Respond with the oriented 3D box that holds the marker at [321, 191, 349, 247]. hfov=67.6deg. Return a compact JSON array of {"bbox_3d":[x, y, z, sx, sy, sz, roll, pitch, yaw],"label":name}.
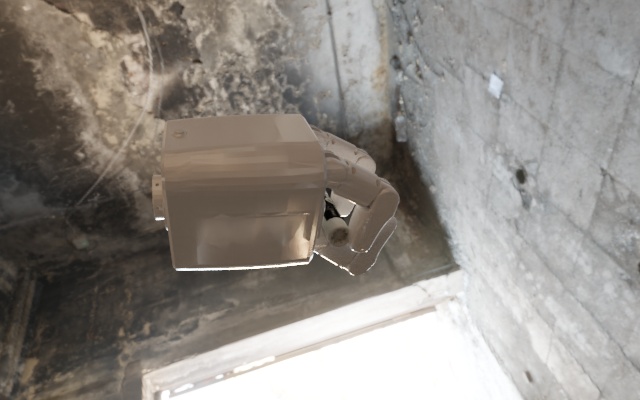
[{"bbox_3d":[0.000,0.001,0.418,0.020,0.020,0.121,0,27,-16],"label":"marker"}]
